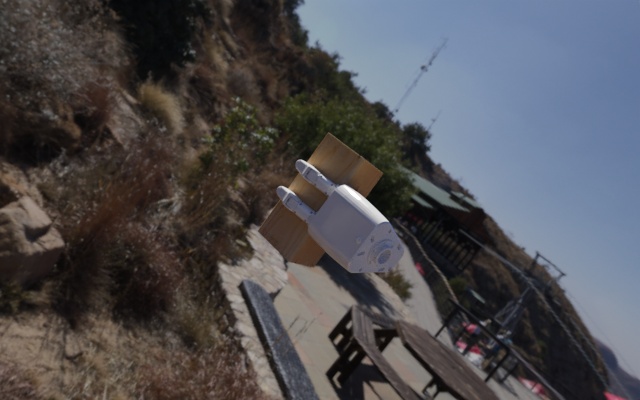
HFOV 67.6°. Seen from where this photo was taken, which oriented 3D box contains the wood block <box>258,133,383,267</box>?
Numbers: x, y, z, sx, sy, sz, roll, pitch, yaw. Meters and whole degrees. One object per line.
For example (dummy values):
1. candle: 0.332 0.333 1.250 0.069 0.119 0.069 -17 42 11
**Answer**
1. wood block: 0.001 0.003 0.819 0.090 0.206 0.091 40 8 30
